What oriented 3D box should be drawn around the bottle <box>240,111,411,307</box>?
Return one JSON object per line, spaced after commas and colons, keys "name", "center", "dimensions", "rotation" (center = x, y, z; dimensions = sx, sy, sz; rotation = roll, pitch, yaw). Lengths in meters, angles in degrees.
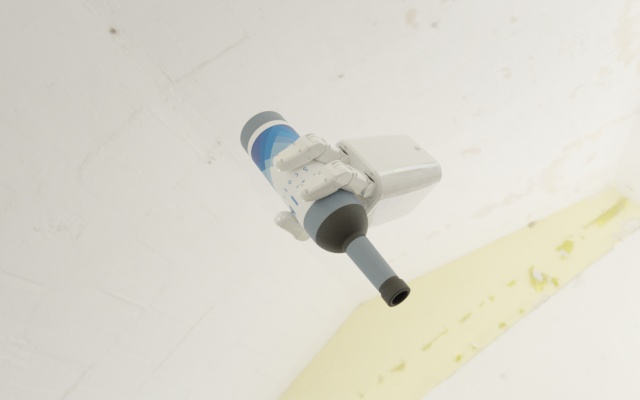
{"name": "bottle", "center": [0.000, 0.002, 0.543], "dimensions": [0.069, 0.069, 0.295], "rotation": [0, 38, -41]}
